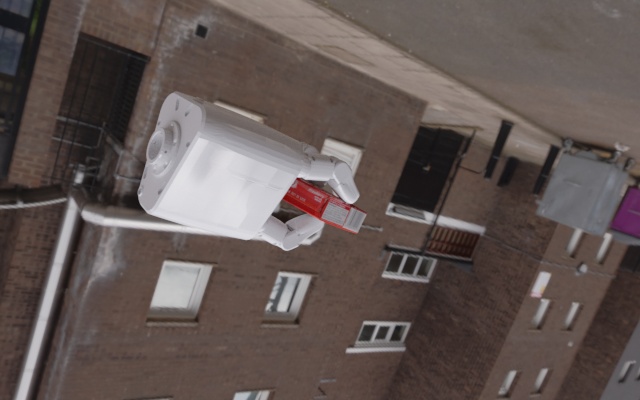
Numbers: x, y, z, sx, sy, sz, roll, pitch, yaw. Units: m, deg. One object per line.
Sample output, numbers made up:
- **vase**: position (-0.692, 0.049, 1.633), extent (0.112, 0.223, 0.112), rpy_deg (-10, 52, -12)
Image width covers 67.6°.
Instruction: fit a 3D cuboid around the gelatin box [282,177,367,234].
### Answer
- **gelatin box**: position (0.000, 0.002, 0.532), extent (0.073, 0.030, 0.089), rpy_deg (29, 3, 35)
